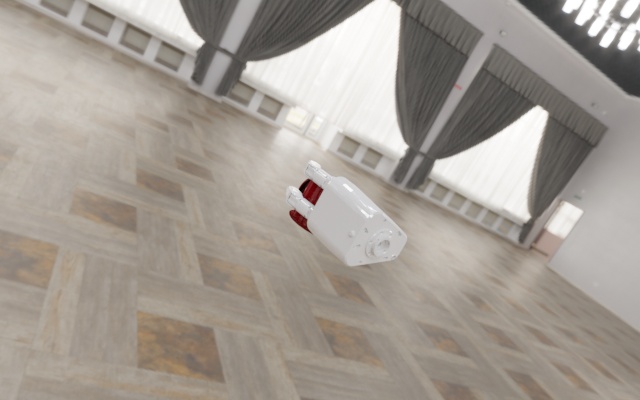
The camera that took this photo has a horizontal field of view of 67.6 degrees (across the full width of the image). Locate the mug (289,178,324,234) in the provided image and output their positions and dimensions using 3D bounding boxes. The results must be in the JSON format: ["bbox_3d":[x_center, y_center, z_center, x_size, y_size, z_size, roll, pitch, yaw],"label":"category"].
[{"bbox_3d":[0.000,0.002,0.815,0.093,0.081,0.117,18,18,-42],"label":"mug"}]
